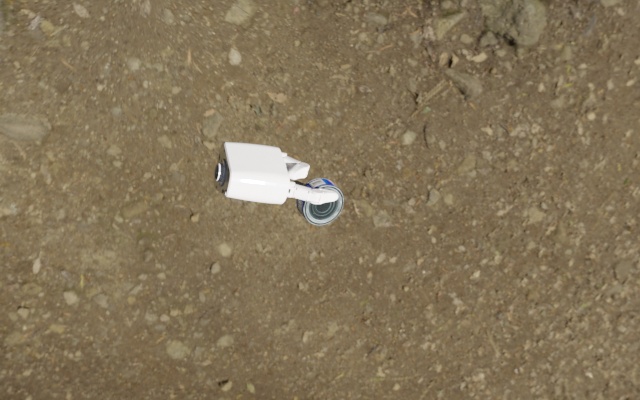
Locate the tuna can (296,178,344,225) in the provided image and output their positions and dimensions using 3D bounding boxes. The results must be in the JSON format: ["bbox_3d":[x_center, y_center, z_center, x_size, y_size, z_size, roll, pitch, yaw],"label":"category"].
[{"bbox_3d":[0.000,0.003,0.899,0.086,0.086,0.033,0,25,-27],"label":"tuna can"}]
